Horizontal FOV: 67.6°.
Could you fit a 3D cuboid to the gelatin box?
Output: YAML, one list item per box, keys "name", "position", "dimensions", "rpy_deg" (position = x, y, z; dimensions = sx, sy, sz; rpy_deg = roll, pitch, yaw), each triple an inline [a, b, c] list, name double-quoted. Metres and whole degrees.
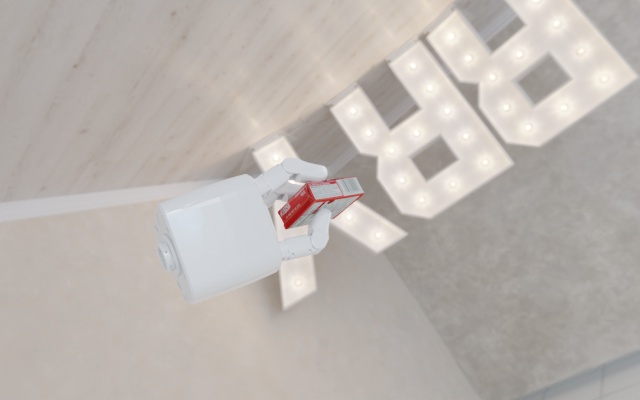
- name: "gelatin box"
  position: [0.001, 0.002, 0.613]
  dimensions: [0.089, 0.030, 0.073]
  rpy_deg: [-9, -24, -40]
